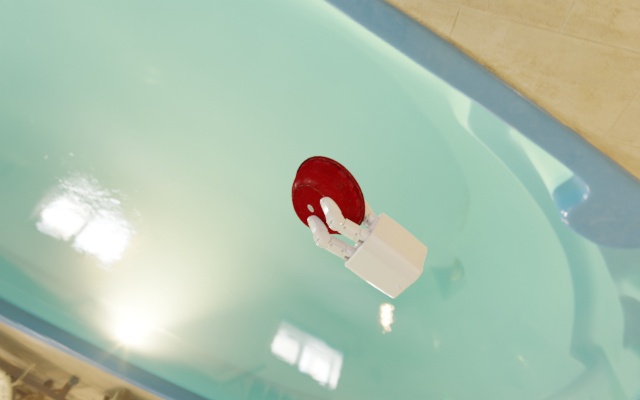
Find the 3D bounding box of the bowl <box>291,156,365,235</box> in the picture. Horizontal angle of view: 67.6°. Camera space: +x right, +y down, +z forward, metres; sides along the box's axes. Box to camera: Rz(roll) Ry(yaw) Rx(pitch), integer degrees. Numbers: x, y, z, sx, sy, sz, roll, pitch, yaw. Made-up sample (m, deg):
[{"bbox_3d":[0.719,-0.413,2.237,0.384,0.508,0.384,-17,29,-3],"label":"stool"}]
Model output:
[{"bbox_3d":[-0.001,0.002,0.869,0.162,0.162,0.055,0,25,42],"label":"bowl"}]
